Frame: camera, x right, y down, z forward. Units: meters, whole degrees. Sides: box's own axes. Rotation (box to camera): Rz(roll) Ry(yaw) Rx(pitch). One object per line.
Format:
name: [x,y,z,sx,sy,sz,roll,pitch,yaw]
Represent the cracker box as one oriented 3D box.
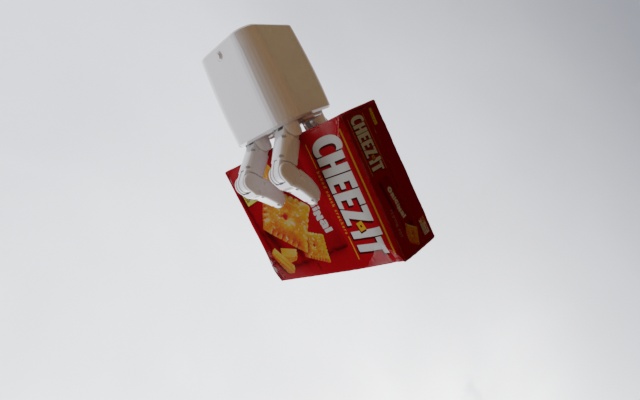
cracker box: [0.000,0.002,0.559,0.214,0.164,0.072,-18,11,46]
